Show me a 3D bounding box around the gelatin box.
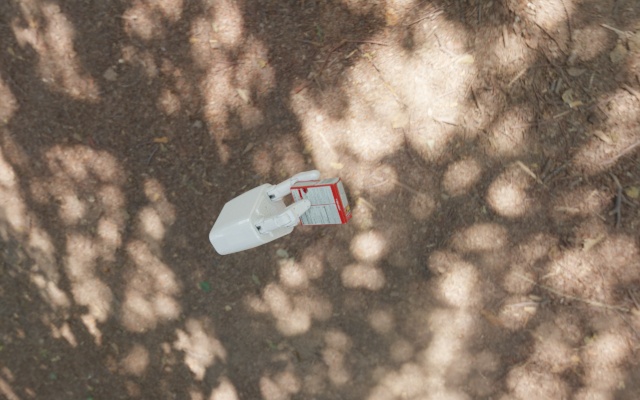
[{"bbox_3d":[0.000,0.003,0.790,0.089,0.073,0.030,-4,25,31],"label":"gelatin box"}]
